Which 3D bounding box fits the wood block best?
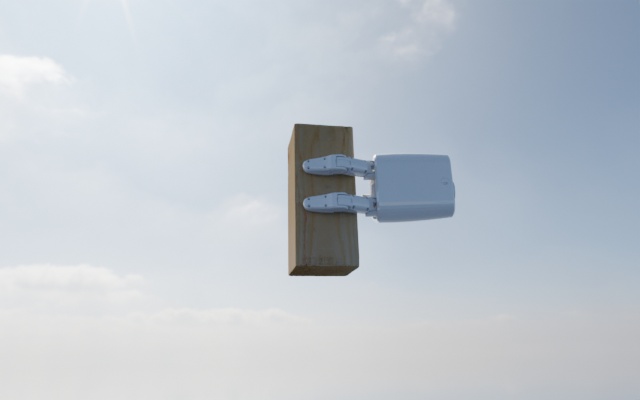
[{"bbox_3d":[0.000,0.002,0.701,0.090,0.206,0.091,2,-18,-9],"label":"wood block"}]
